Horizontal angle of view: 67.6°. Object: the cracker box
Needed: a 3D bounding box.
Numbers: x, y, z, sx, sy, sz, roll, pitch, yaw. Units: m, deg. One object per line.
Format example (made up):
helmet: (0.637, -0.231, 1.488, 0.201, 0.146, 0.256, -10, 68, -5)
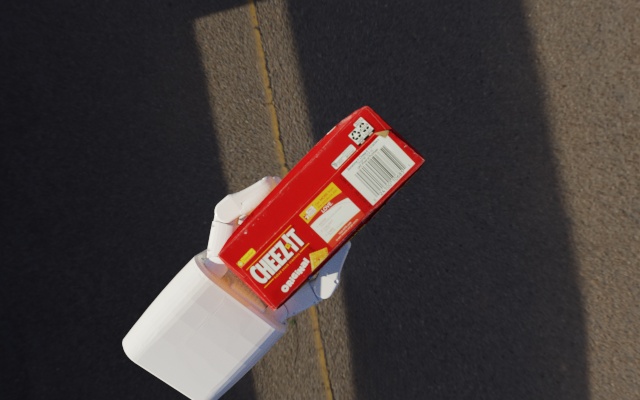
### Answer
cracker box: (0.000, 0.002, 0.460, 0.072, 0.164, 0.213, 44, 2, -1)
